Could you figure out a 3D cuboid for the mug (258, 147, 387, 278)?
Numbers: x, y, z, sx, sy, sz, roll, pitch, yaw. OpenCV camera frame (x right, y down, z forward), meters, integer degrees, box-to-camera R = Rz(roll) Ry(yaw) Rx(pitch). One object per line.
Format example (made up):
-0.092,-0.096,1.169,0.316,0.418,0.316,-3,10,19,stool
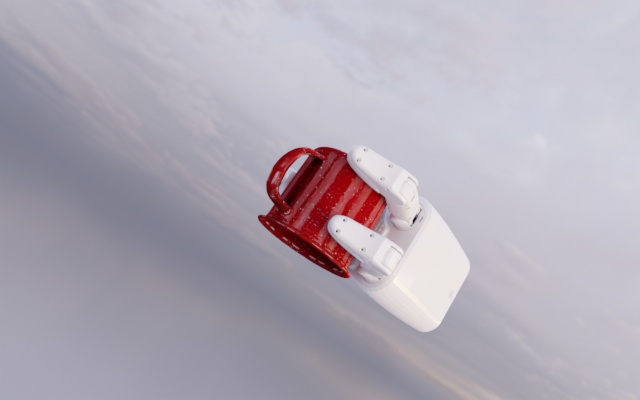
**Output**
-0.001,0.000,0.405,0.093,0.081,0.117,18,-20,49,mug
